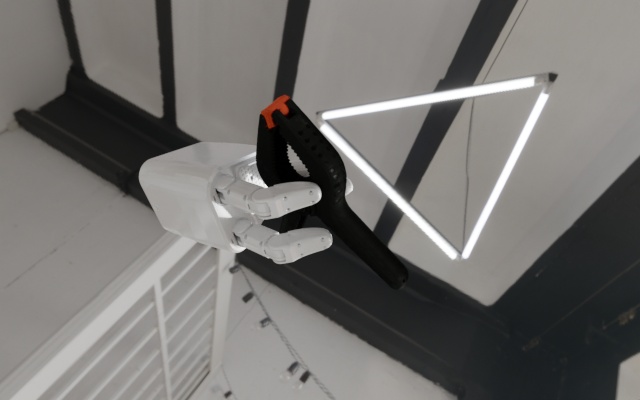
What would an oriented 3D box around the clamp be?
[{"bbox_3d":[0.000,0.001,0.460,0.164,0.210,0.036,11,43,31],"label":"clamp"}]
